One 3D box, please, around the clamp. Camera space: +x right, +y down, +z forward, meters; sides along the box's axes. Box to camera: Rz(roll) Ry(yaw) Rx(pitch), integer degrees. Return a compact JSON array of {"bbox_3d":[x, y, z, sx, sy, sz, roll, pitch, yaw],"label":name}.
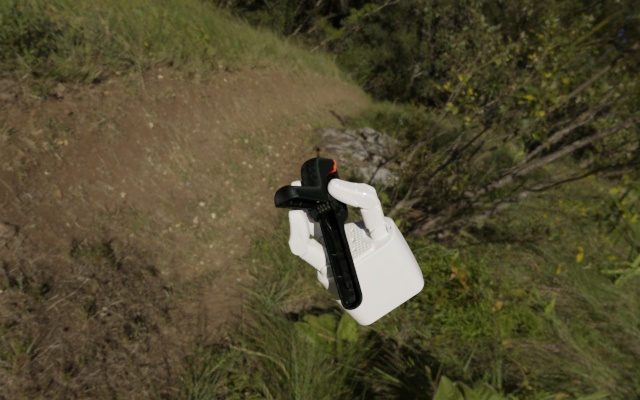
[{"bbox_3d":[0.001,0.001,0.559,0.036,0.165,0.209,-22,35,16],"label":"clamp"}]
